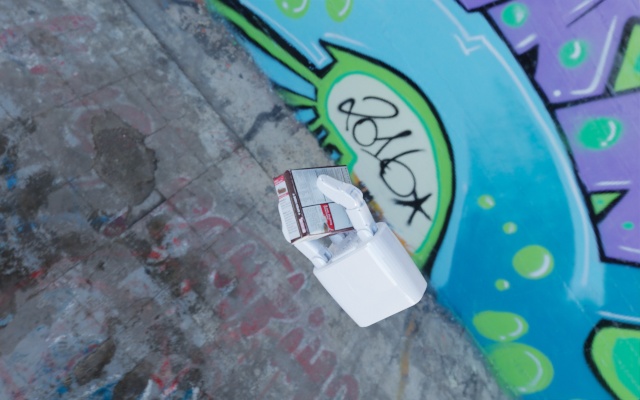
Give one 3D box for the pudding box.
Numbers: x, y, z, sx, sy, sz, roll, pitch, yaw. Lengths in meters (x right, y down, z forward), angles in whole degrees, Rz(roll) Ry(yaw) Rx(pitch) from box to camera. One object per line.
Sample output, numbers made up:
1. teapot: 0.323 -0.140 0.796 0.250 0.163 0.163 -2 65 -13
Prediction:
1. pudding box: 0.000 0.002 0.626 0.039 0.090 0.113 -25 -12 42
